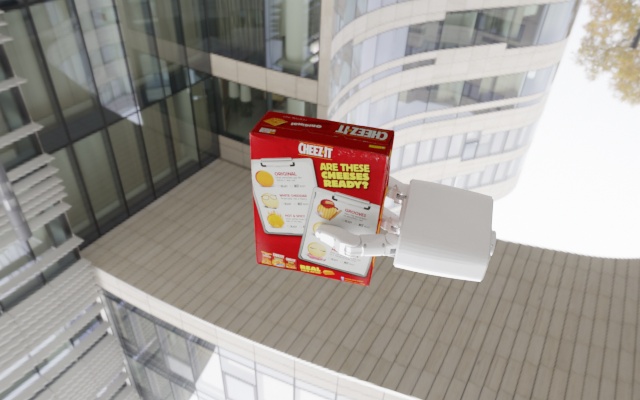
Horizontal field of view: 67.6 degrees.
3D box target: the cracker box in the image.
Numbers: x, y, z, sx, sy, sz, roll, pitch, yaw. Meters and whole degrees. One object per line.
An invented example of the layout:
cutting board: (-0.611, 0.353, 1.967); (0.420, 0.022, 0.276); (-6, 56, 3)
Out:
cracker box: (0.000, 0.002, 0.621); (0.164, 0.214, 0.072); (10, 38, 9)
